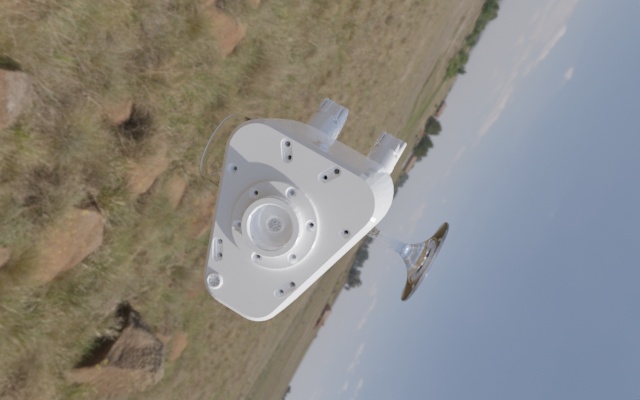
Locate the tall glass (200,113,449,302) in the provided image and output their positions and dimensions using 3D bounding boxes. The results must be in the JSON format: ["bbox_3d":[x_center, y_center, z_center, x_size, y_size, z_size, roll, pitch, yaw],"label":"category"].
[{"bbox_3d":[0.001,0.002,0.401,0.201,0.079,0.079,30,3,6],"label":"tall glass"}]
